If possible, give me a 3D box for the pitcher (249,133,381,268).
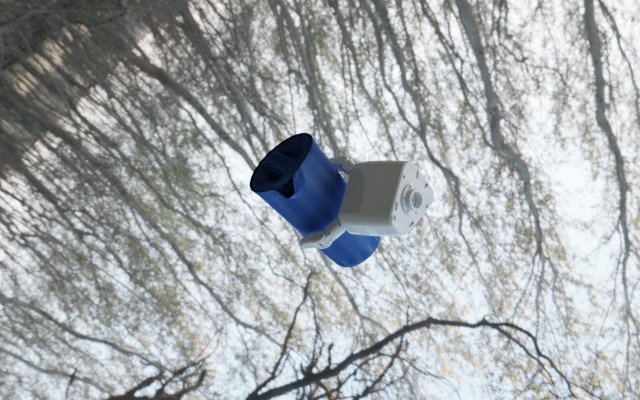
[{"bbox_3d":[0.000,0.003,0.845,0.145,0.149,0.243,-2,-41,48],"label":"pitcher"}]
